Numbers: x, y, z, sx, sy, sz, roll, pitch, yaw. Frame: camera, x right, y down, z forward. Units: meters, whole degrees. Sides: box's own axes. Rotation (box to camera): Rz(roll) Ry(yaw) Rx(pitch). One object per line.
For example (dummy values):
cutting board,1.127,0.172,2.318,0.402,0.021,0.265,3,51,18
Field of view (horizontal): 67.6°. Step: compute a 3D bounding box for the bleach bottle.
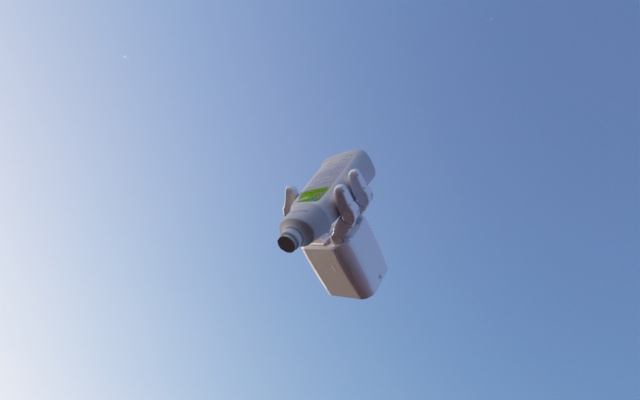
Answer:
bleach bottle,0.000,0.002,0.756,0.102,0.068,0.250,-17,20,36
